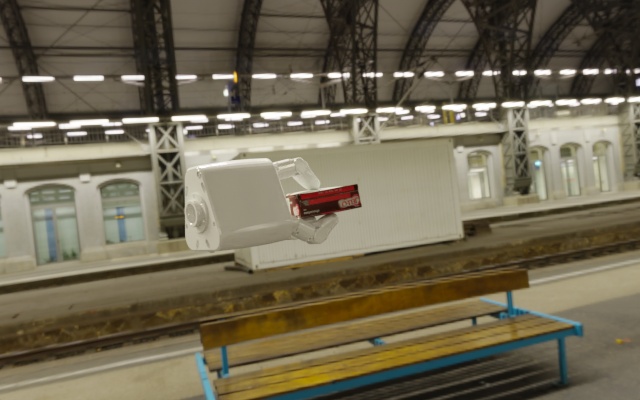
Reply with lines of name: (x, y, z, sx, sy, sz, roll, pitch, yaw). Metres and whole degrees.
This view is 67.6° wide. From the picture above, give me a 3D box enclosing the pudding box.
pudding box: (0.000, 0.002, 0.699, 0.090, 0.039, 0.113, -9, 2, -13)
